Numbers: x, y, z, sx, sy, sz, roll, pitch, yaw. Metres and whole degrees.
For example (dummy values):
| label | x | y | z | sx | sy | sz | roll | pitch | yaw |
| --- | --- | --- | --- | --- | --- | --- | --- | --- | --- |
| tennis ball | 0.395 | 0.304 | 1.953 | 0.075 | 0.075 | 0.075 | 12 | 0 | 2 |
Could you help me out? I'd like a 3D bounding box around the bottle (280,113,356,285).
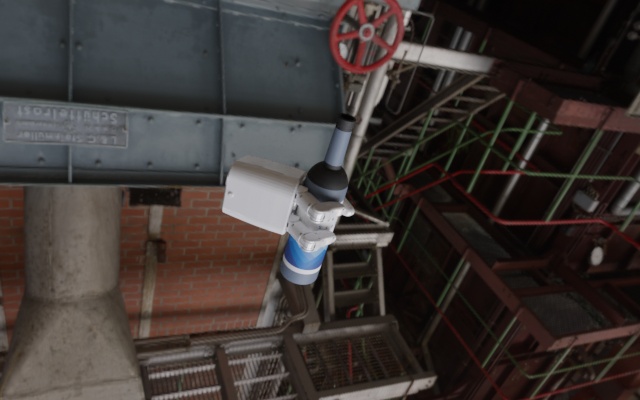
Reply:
| label | x | y | z | sx | sy | sz | roll | pitch | yaw |
| --- | --- | --- | --- | --- | --- | --- | --- | --- | --- |
| bottle | 0.000 | 0.003 | 0.752 | 0.069 | 0.296 | 0.069 | 13 | 31 | -8 |
